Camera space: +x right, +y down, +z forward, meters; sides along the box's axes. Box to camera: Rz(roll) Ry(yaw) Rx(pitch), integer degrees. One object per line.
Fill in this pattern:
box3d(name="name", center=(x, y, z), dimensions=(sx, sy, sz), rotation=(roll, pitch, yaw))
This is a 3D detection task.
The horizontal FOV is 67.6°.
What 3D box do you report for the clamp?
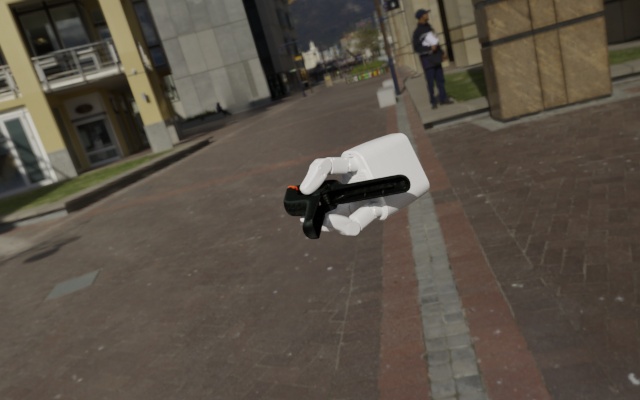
box3d(name="clamp", center=(0.000, 0.001, 0.673), dimensions=(0.164, 0.036, 0.210), rotation=(-27, 18, -32))
